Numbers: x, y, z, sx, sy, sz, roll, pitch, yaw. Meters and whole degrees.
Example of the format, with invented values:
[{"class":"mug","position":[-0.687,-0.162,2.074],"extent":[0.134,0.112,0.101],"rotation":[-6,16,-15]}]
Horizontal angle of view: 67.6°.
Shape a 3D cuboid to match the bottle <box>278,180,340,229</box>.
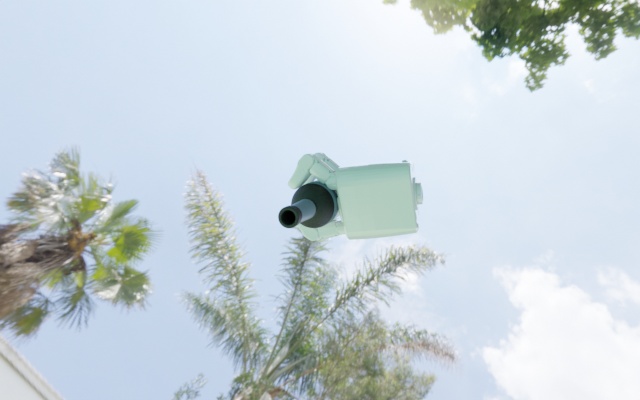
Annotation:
[{"class":"bottle","position":[0.000,0.002,0.723],"extent":[0.069,0.069,0.295],"rotation":[0,7,16]}]
